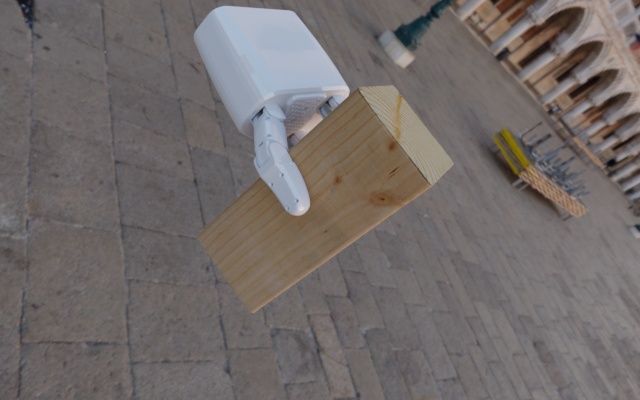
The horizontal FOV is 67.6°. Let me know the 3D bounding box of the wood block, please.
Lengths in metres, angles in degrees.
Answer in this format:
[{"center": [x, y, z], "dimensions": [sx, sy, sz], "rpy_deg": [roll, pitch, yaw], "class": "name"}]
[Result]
[{"center": [0.000, 0.001, 0.423], "dimensions": [0.206, 0.090, 0.091], "rpy_deg": [-39, -5, 29], "class": "wood block"}]
